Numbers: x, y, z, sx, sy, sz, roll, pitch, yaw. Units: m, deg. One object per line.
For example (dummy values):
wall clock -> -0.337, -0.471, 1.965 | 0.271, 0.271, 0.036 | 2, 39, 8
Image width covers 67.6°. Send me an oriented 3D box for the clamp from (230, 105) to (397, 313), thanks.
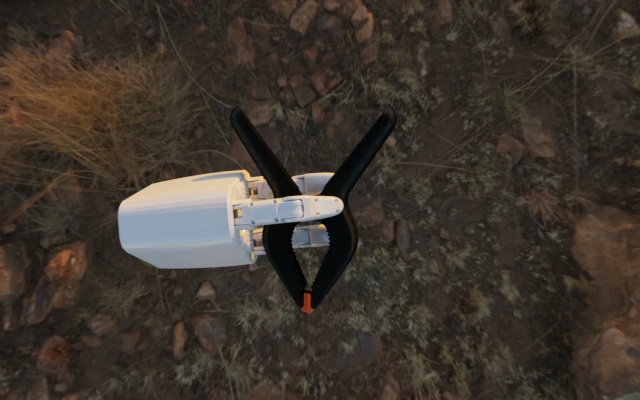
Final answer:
clamp -> 0.000, 0.002, 0.469 | 0.164, 0.210, 0.036 | -6, -2, 6
